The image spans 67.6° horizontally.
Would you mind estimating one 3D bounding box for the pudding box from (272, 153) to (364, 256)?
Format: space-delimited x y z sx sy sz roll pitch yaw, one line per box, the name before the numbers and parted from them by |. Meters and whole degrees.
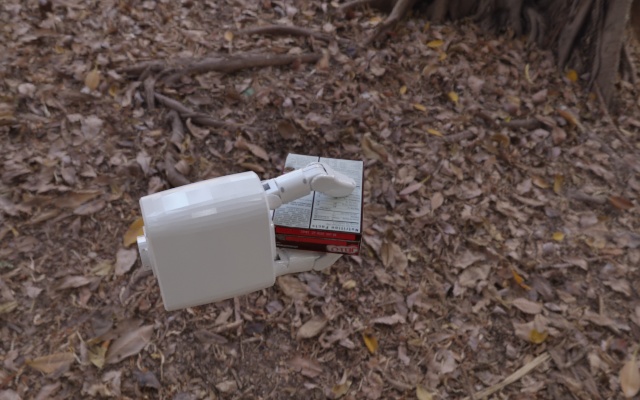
pudding box | 0.000 0.002 0.498 0.090 0.113 0.039 7 -43 1
